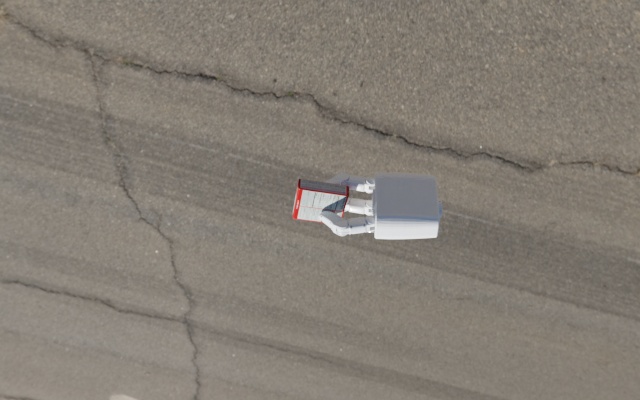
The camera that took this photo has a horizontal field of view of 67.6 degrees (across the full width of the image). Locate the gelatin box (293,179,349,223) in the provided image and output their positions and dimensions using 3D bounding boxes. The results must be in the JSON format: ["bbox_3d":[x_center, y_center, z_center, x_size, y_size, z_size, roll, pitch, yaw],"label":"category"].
[{"bbox_3d":[0.000,0.003,0.832,0.089,0.073,0.030,7,43,-7],"label":"gelatin box"}]
